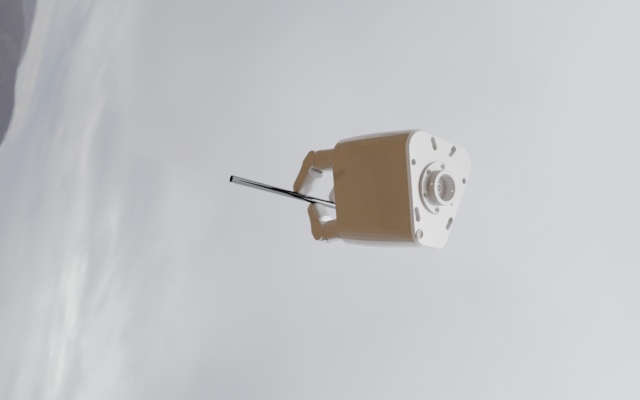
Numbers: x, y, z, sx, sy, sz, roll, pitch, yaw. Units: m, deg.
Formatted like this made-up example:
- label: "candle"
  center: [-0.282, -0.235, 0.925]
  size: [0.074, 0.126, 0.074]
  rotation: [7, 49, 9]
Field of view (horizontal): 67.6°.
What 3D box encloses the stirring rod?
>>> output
- label: "stirring rod"
  center: [0.000, 0.002, 0.579]
  size: [0.239, 0.011, 0.011]
  rotation: [15, -9, -35]
